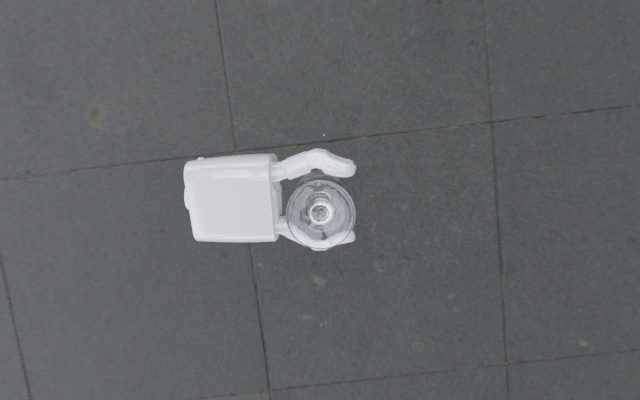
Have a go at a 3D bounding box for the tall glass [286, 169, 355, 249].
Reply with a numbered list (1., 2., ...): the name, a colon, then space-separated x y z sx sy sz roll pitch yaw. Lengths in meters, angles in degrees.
1. tall glass: 0.000 0.002 0.603 0.079 0.079 0.201 0 8 0
